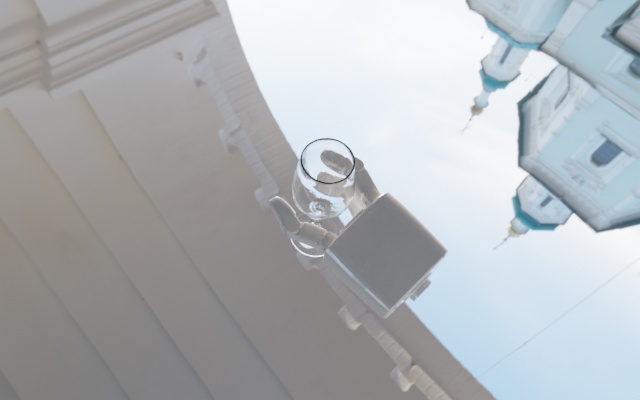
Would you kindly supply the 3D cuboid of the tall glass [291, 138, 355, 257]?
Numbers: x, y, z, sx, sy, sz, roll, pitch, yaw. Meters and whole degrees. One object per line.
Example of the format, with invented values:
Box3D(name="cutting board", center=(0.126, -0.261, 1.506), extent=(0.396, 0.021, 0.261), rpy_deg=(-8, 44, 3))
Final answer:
Box3D(name="tall glass", center=(0.000, 0.002, 0.619), extent=(0.079, 0.079, 0.201), rpy_deg=(0, -29, -5))
